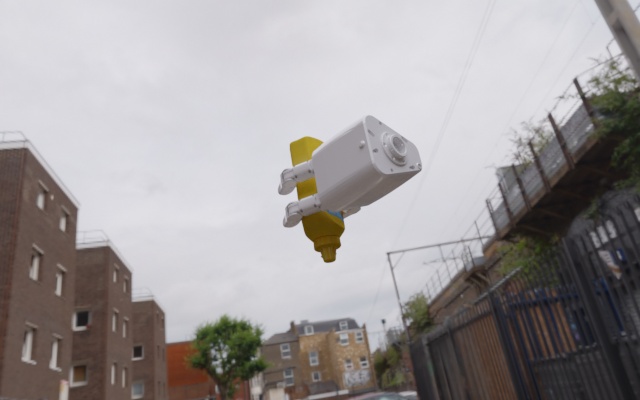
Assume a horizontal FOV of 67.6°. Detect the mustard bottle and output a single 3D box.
[{"bbox_3d":[0.000,0.002,0.734,0.058,0.191,0.096,-19,-26,20],"label":"mustard bottle"}]
